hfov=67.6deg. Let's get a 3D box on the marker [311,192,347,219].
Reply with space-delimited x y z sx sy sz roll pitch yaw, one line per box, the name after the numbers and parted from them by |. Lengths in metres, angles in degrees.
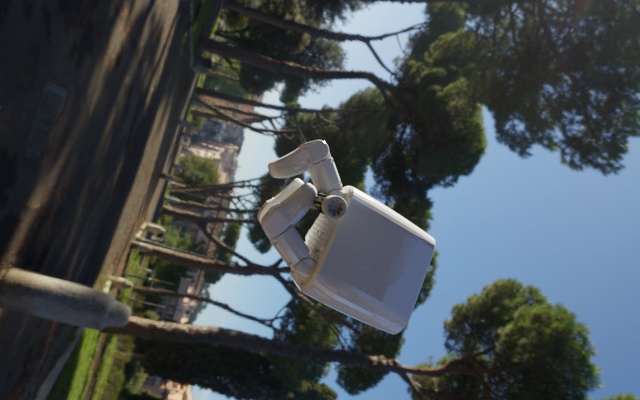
0.000 0.001 0.445 0.020 0.020 0.121 0 4 -12 | marker
